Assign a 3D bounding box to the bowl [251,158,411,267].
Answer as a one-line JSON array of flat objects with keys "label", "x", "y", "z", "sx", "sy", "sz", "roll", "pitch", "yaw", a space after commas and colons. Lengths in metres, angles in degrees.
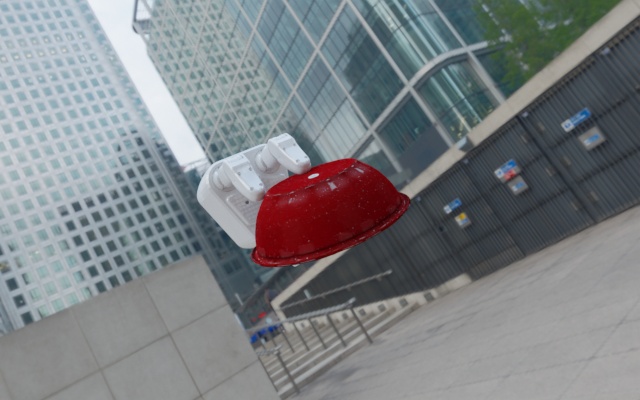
[{"label": "bowl", "x": 0.001, "y": 0.001, "z": 0.455, "sx": 0.162, "sy": 0.055, "sz": 0.162, "roll": -19, "pitch": 13, "yaw": 5}]
